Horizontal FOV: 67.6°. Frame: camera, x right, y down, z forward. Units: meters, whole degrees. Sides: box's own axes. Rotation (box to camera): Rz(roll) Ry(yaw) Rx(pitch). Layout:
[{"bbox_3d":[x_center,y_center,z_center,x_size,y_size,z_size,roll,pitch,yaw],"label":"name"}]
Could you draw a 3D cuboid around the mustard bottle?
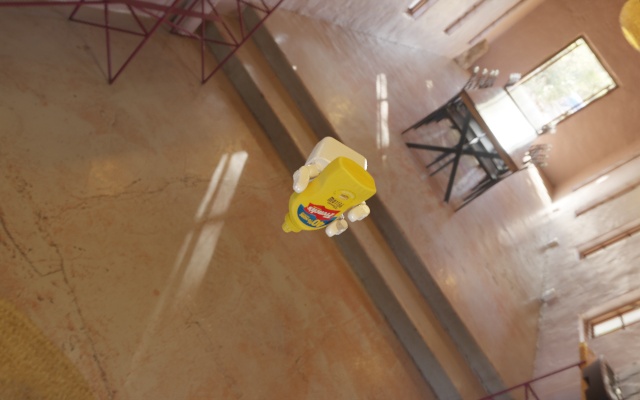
[{"bbox_3d":[0.000,0.003,0.865,0.192,0.058,0.096,-36,-48,29],"label":"mustard bottle"}]
